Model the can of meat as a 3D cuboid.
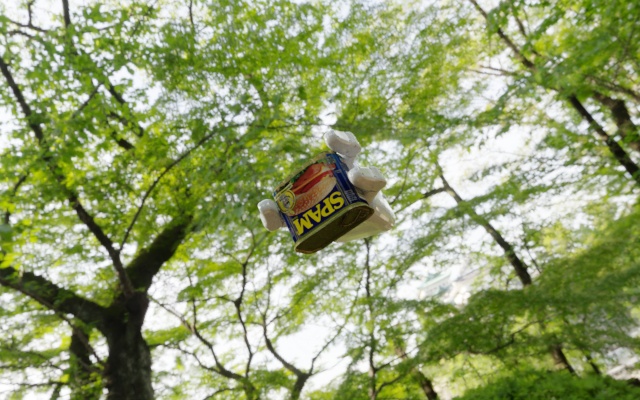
[{"bbox_3d":[0.000,0.002,0.573,0.102,0.084,0.057,-35,-26,18],"label":"can of meat"}]
